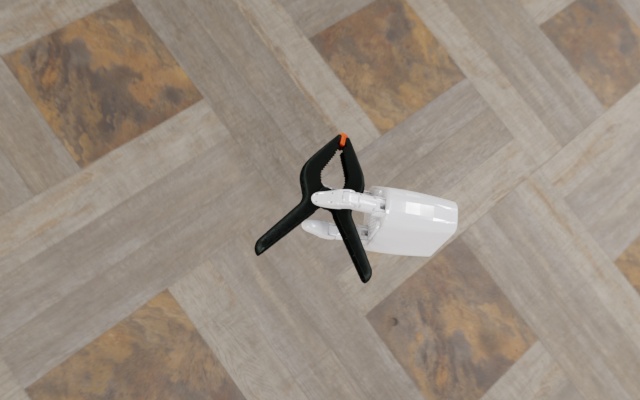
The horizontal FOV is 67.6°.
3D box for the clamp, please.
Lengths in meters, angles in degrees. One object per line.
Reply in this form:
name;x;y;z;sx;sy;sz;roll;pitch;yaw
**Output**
clamp;0.001;0.002;0.672;0.164;0.210;0.036;9;-16;-10
